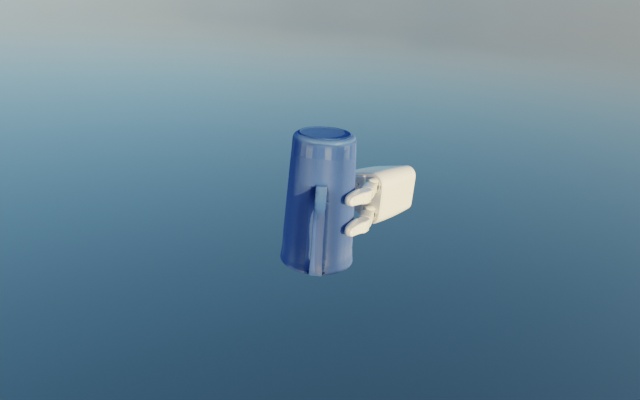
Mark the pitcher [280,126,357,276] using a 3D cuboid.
[{"bbox_3d":[0.000,0.003,0.831,0.145,0.243,0.149,-15,28,-40],"label":"pitcher"}]
